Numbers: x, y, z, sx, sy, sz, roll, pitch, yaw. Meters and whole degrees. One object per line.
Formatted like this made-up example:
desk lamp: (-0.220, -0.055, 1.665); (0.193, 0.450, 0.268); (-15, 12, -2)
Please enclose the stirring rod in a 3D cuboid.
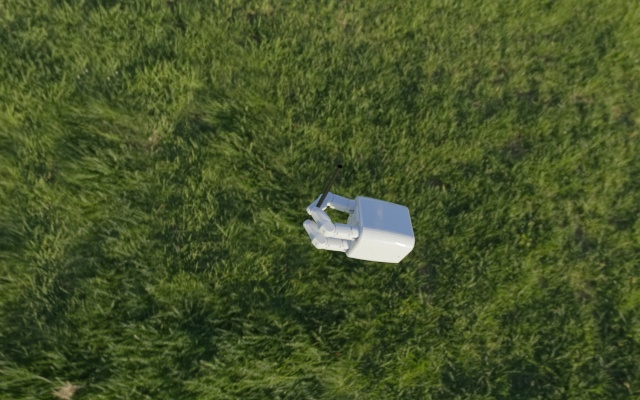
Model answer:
stirring rod: (0.000, 0.003, 0.856); (0.011, 0.011, 0.240); (0, -28, -17)
